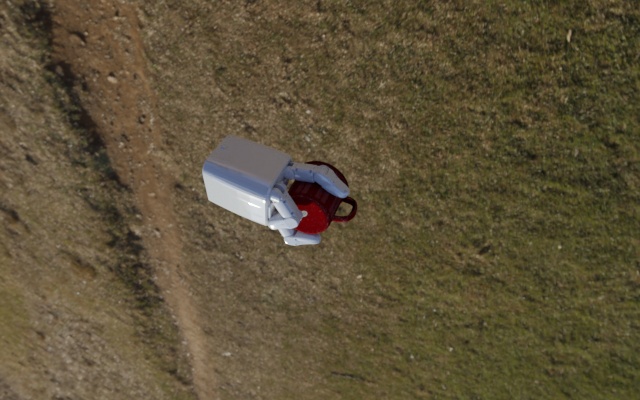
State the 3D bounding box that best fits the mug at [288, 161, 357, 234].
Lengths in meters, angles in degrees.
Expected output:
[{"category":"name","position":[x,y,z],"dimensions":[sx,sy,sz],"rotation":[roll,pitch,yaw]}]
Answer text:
[{"category":"mug","position":[0.001,0.003,0.749],"dimensions":[0.117,0.093,0.081],"rotation":[21,45,7]}]
